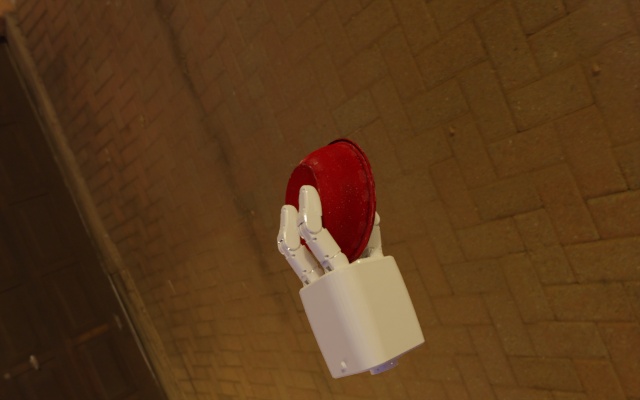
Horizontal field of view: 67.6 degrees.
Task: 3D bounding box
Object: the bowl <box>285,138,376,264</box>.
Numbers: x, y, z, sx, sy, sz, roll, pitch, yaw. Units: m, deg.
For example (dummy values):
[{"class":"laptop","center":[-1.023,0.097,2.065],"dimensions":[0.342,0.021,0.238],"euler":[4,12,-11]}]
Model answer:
[{"class":"bowl","center":[-0.001,0.001,0.588],"dimensions":[0.055,0.162,0.162],"euler":[2,-1,-29]}]
